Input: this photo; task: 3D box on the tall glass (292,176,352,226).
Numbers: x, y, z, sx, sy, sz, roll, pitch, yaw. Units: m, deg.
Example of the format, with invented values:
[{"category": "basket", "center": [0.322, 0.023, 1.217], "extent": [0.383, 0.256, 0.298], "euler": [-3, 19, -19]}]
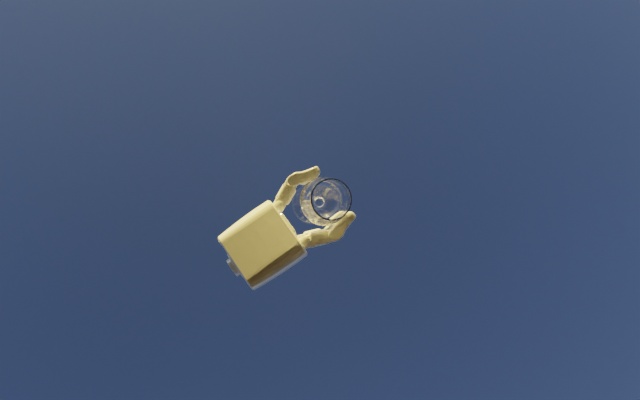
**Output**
[{"category": "tall glass", "center": [0.000, 0.002, 0.791], "extent": [0.079, 0.079, 0.201], "euler": [0, -3, -9]}]
